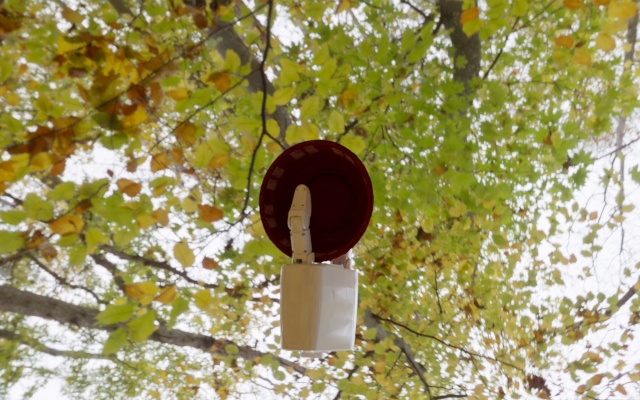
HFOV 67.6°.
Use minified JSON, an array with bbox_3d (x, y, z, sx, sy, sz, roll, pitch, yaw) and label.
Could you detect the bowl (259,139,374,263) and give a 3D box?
[{"bbox_3d":[0.001,0.001,0.643,0.162,0.162,0.055,0,-4,22],"label":"bowl"}]
